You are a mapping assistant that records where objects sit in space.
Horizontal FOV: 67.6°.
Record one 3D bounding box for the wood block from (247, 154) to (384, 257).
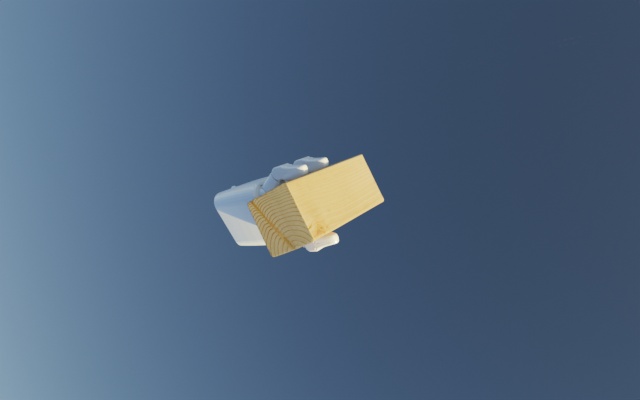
[{"bbox_3d":[0.000,0.003,0.746,0.090,0.091,0.206,-25,0,39],"label":"wood block"}]
